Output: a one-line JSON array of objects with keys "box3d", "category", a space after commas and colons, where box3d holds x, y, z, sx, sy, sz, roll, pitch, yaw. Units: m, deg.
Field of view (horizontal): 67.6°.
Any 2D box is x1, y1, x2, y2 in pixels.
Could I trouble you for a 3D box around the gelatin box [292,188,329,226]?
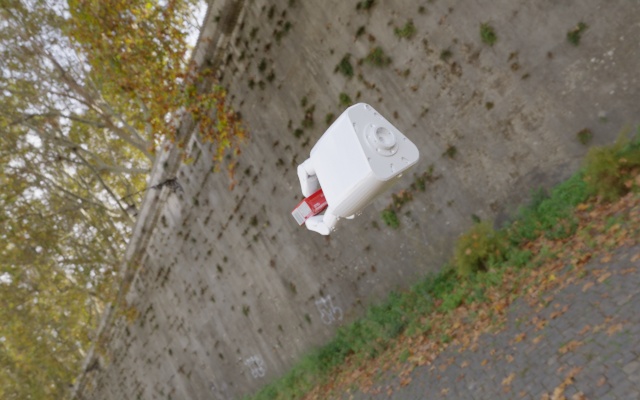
[{"box3d": [0.000, 0.002, 0.754, 0.073, 0.030, 0.089, -33, -4, -23], "category": "gelatin box"}]
